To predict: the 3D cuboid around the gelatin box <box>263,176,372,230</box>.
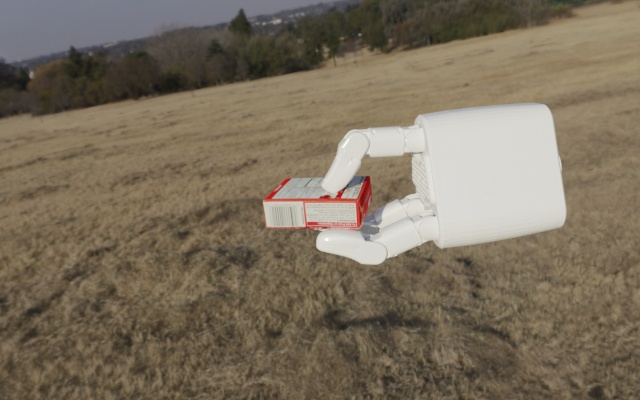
[{"bbox_3d":[0.000,0.001,0.445,0.089,0.030,0.073,0,19,13],"label":"gelatin box"}]
